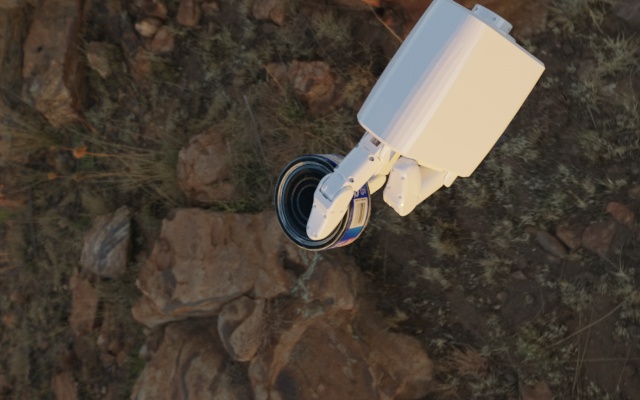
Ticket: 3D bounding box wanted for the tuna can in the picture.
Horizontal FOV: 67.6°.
[{"bbox_3d":[0.000,0.001,0.425,0.086,0.086,0.034,0,5,37],"label":"tuna can"}]
